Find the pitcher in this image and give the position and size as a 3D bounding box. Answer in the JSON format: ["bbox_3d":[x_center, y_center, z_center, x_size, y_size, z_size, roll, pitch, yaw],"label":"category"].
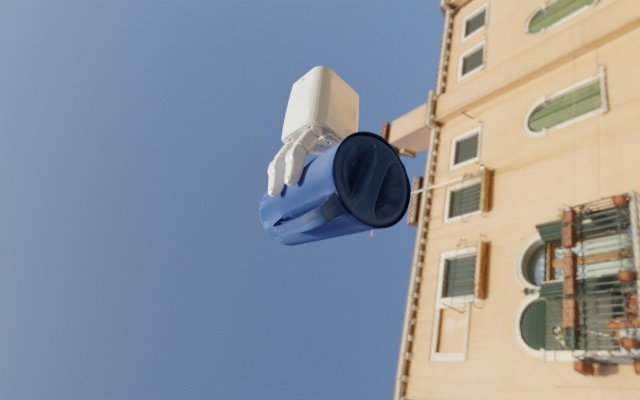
[{"bbox_3d":[0.000,0.002,0.713,0.149,0.145,0.243,17,-23,-30],"label":"pitcher"}]
